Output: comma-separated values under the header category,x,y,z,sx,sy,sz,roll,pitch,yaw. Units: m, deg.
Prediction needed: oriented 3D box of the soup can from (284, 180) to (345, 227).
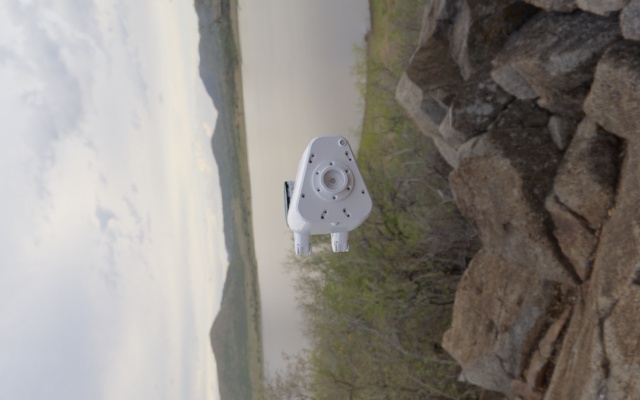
category,x,y,z,sx,sy,sz,roll,pitch,yaw
soup can,0.000,0.002,0.691,0.102,0.068,0.068,-4,0,-8
